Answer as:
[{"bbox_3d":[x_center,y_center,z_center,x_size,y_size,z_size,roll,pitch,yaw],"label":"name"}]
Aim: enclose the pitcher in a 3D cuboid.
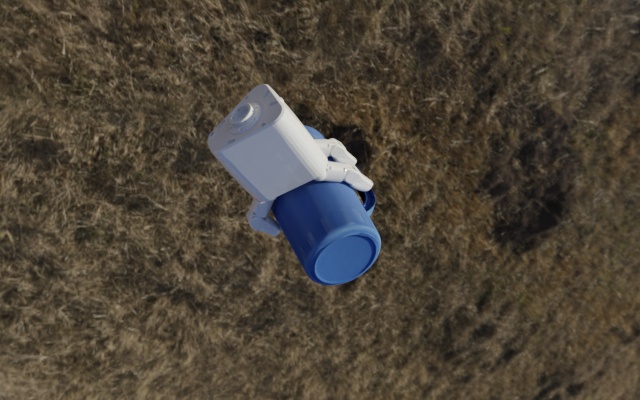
[{"bbox_3d":[0.000,0.002,0.702,0.149,0.242,0.145,-36,-46,6],"label":"pitcher"}]
